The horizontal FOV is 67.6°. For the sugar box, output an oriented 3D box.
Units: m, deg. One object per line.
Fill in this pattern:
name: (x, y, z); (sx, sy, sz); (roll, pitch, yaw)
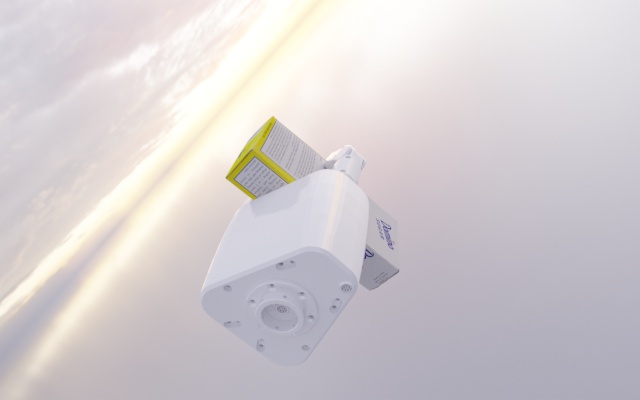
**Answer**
sugar box: (0.000, 0.002, 0.461); (0.048, 0.176, 0.093); (-41, 17, 25)
